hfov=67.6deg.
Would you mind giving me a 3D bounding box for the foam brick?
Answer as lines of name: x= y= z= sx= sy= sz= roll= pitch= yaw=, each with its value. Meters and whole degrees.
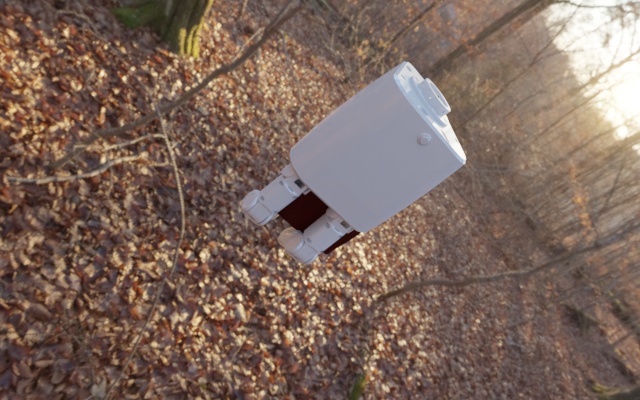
foam brick: x=0.000 y=0.002 z=0.449 sx=0.051 sy=0.078 sz=0.053 roll=-35 pitch=27 yaw=26
